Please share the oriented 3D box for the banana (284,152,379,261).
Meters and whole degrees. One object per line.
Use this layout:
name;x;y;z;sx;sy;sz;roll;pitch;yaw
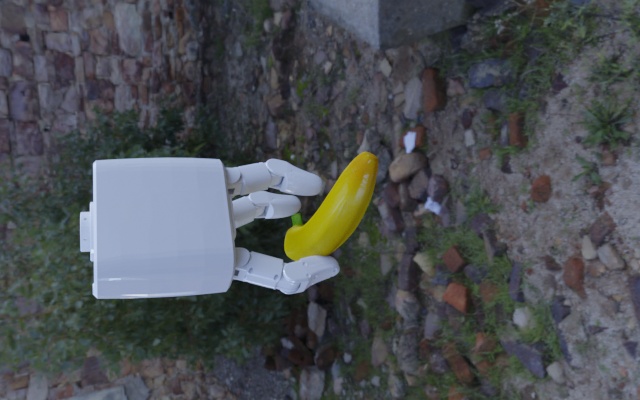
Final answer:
banana;0.000;0.020;0.449;0.037;0.069;0.198;3;-18;-23
